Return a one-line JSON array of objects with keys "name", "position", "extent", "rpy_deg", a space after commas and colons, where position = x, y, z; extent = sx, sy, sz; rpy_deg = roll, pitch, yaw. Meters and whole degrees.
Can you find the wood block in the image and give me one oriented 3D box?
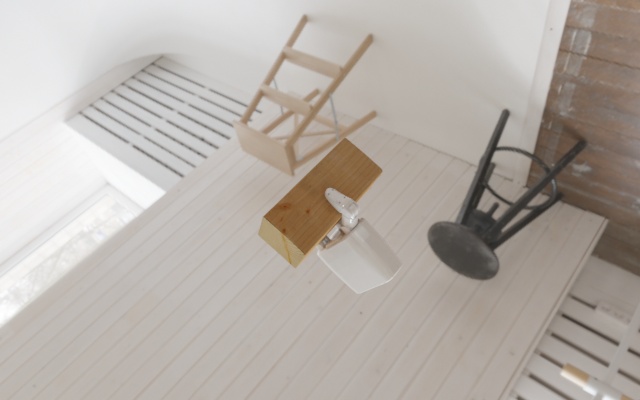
[{"name": "wood block", "position": [0.000, 0.003, 0.808], "extent": [0.206, 0.090, 0.091], "rpy_deg": [-46, -6, -25]}]
